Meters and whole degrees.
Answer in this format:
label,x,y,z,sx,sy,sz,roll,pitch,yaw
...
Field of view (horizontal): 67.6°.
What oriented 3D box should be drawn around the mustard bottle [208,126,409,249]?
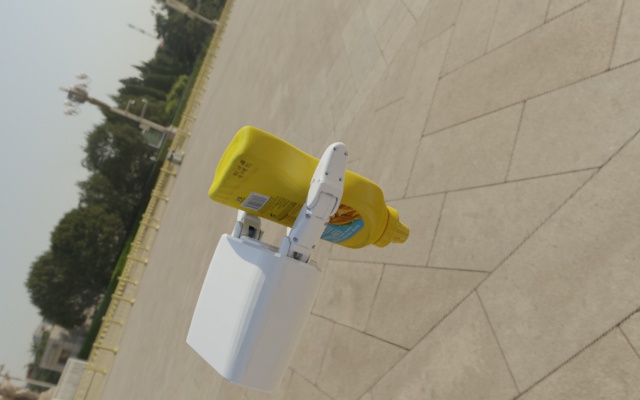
label,x,y,z,sx,sy,sz,roll,pitch,yaw
mustard bottle,0.000,0.001,0.444,0.192,0.058,0.096,22,-32,-19
